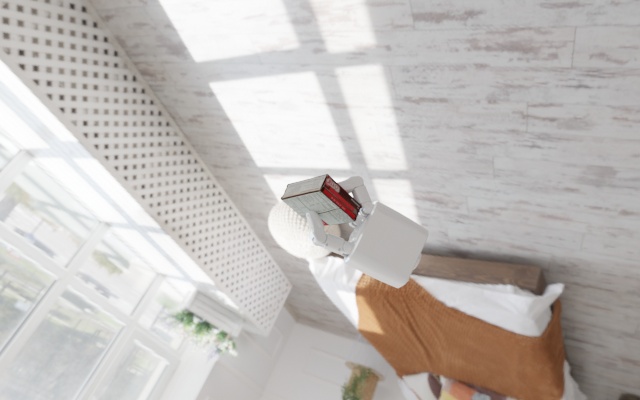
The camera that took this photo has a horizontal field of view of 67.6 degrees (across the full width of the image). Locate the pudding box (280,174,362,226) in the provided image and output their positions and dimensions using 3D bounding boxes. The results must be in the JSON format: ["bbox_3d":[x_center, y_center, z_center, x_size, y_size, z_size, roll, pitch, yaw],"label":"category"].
[{"bbox_3d":[0.000,0.003,0.808,0.090,0.039,0.113,42,-33,-28],"label":"pudding box"}]
